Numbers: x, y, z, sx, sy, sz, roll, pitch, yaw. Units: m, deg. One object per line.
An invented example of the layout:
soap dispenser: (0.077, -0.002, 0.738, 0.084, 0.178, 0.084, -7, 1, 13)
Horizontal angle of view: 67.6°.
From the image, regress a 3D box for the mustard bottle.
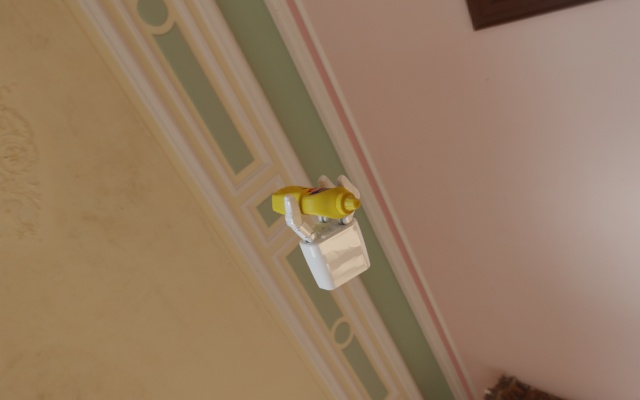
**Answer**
mustard bottle: (0.000, 0.003, 0.891, 0.096, 0.058, 0.191, -6, 6, -41)
